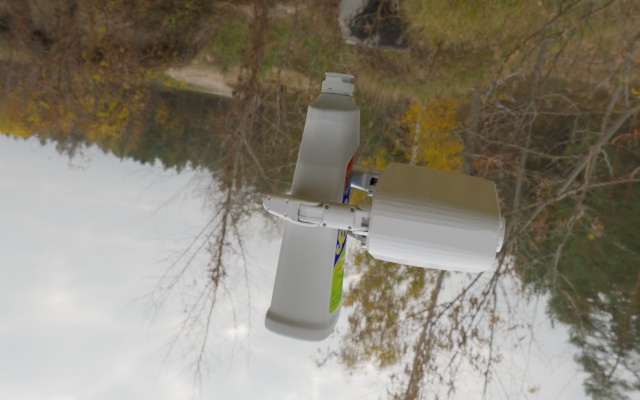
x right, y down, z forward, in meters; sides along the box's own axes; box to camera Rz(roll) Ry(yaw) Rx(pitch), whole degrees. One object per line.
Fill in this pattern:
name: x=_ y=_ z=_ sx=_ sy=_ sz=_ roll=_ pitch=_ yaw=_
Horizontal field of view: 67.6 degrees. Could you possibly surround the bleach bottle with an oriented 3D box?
bleach bottle: x=0.000 y=0.002 z=0.474 sx=0.068 sy=0.251 sz=0.102 roll=9 pitch=9 yaw=12
